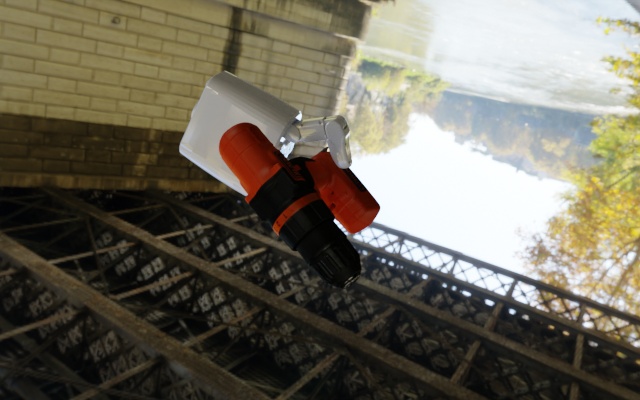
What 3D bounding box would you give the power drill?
[{"bbox_3d":[0.000,0.001,0.496,0.057,0.184,0.187,-43,-16,17],"label":"power drill"}]
